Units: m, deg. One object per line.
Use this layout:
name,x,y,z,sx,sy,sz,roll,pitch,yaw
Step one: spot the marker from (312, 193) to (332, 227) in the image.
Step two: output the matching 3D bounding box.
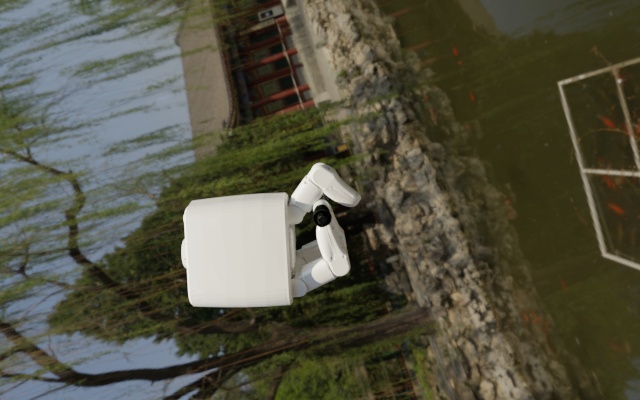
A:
marker,0.000,0.002,0.515,0.020,0.020,0.121,0,17,-1
